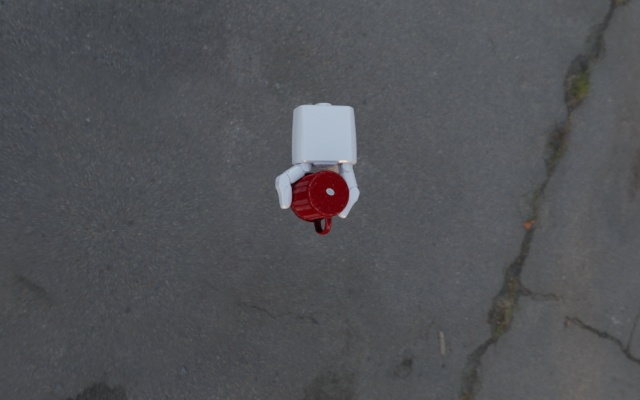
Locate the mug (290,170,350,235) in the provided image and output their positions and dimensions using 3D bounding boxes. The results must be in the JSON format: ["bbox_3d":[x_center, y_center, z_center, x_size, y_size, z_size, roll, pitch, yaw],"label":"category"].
[{"bbox_3d":[0.000,0.004,0.850,0.093,0.117,0.081,-1,-4,-24],"label":"mug"}]
